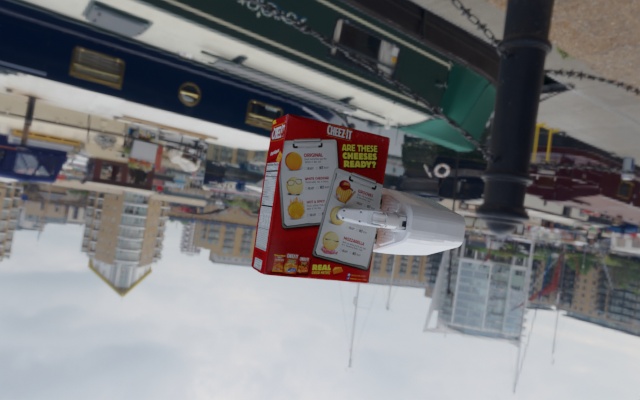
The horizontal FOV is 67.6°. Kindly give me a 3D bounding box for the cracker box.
[{"bbox_3d":[0.000,0.002,0.678,0.164,0.213,0.072,9,-2,-26],"label":"cracker box"}]
